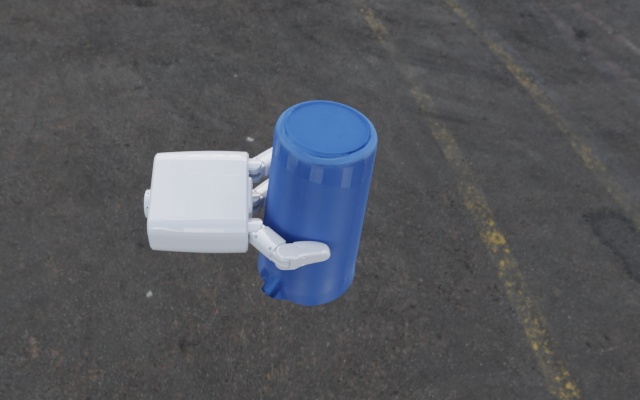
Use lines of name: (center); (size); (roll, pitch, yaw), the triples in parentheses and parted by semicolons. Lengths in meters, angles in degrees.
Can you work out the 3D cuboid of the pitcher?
pitcher: (0.000, 0.002, 0.580); (0.145, 0.149, 0.243); (1, -44, -8)
